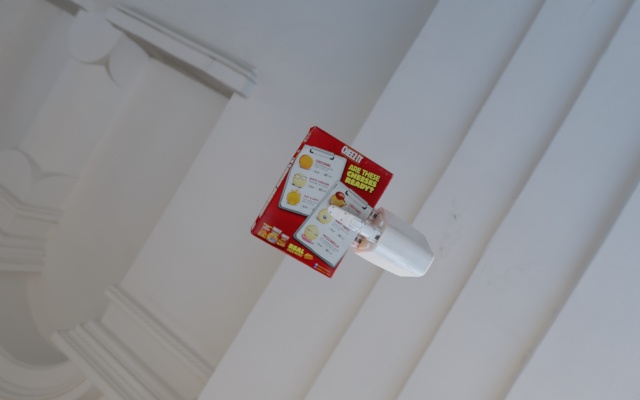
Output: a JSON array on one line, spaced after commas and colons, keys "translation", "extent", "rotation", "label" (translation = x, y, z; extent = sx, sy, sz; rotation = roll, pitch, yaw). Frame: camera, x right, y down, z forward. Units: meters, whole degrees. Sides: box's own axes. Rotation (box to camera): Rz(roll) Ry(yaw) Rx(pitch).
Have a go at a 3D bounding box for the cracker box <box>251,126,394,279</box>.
[{"translation": [0.000, 0.003, 0.840], "extent": [0.164, 0.213, 0.072], "rotation": [31, 1, -12], "label": "cracker box"}]
